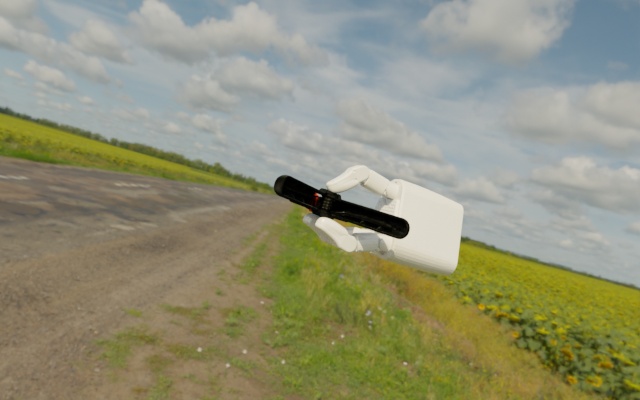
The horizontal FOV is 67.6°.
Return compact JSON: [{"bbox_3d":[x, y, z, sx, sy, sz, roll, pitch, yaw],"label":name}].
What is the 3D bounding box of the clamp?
[{"bbox_3d":[0.000,0.001,0.618,0.164,0.036,0.210,22,-3,-19],"label":"clamp"}]
